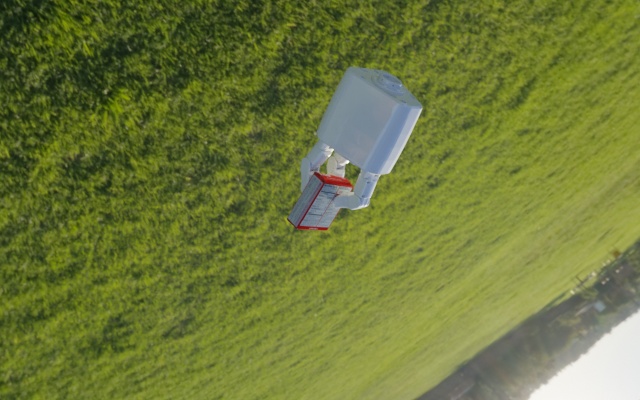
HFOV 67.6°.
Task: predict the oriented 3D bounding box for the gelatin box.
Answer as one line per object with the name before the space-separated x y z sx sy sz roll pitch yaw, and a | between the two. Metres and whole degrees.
gelatin box | 0.000 0.003 0.724 0.073 0.089 0.030 7 30 -51
